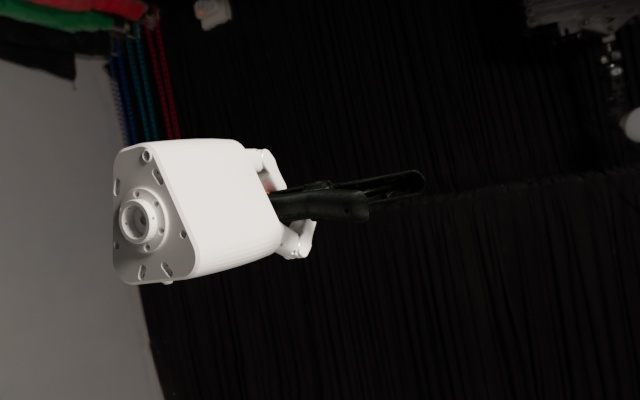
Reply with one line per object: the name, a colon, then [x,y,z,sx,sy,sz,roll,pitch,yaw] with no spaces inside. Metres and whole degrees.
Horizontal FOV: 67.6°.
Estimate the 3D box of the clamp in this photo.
clamp: [0.000,0.001,0.440,0.171,0.039,0.120,-10,1,28]
